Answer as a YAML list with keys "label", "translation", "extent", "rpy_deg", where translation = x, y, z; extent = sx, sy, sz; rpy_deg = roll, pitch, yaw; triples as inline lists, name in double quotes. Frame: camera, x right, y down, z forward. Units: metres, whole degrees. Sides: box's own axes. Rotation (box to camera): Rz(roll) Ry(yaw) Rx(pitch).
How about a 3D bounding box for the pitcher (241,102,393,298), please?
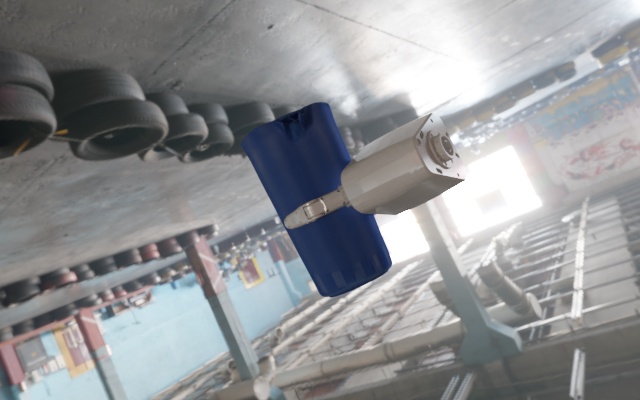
- label: "pitcher"
  translation: [0.000, 0.002, 0.658]
  extent: [0.145, 0.243, 0.149]
  rpy_deg: [-28, -5, 37]
